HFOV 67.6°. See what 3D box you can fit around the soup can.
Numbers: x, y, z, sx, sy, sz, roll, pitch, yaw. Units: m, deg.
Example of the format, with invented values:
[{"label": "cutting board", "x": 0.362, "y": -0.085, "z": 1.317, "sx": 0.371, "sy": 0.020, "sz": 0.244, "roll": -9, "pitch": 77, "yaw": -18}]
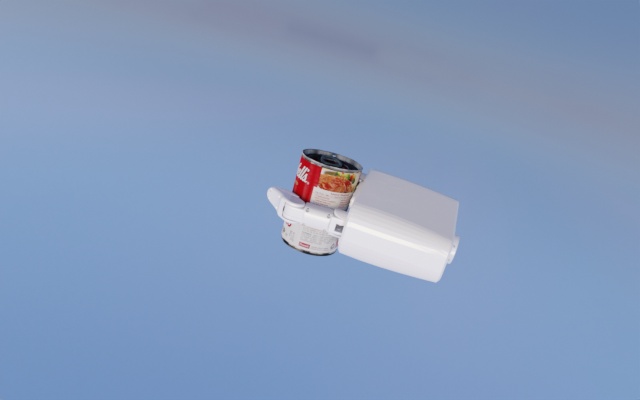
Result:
[{"label": "soup can", "x": 0.000, "y": 0.002, "z": 0.529, "sx": 0.068, "sy": 0.102, "sz": 0.068, "roll": 14, "pitch": 18, "yaw": -5}]
